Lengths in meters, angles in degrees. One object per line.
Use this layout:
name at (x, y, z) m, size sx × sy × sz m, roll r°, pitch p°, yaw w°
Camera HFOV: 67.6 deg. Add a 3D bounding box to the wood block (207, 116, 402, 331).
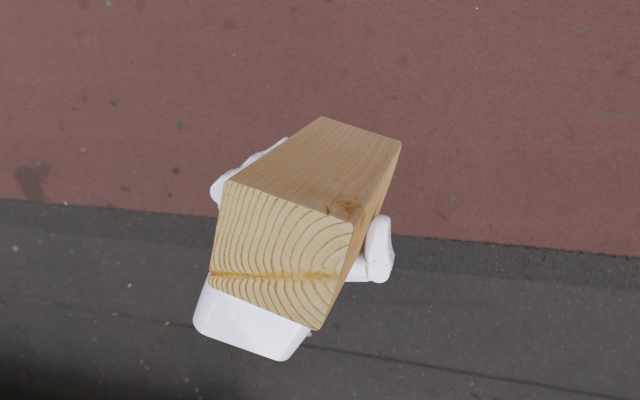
wood block at (0.000, 0.002, 0.407) m, size 0.091 × 0.090 × 0.206 m, roll 20°, pitch 26°, yaw 10°
